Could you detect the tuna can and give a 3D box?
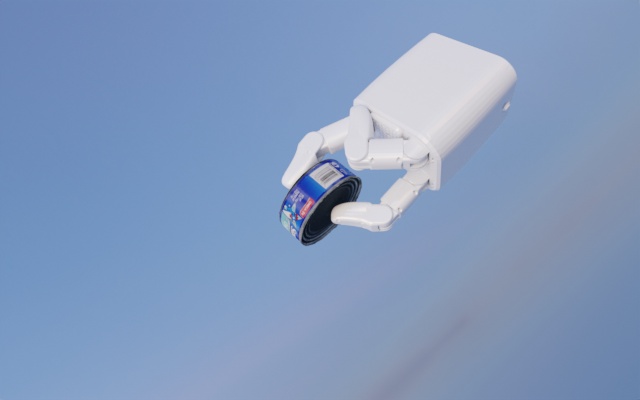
[{"bbox_3d":[0.000,0.001,0.471,0.033,0.086,0.086,41,17,21],"label":"tuna can"}]
